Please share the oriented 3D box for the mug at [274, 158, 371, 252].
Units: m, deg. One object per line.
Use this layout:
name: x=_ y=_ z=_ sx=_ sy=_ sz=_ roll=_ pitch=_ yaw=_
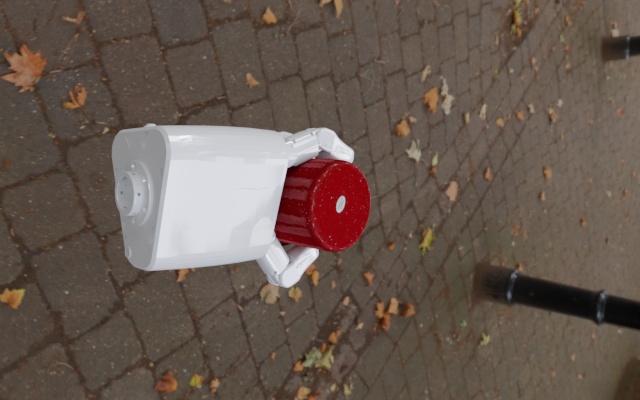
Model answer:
mug: x=0.001 y=0.001 z=0.451 sx=0.081 sy=0.093 sz=0.117 roll=7 pitch=8 yaw=44
